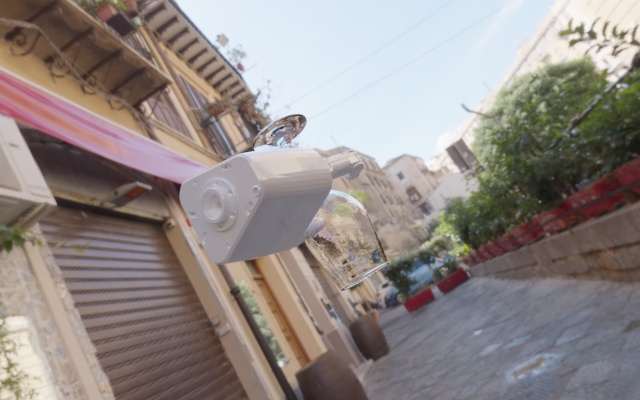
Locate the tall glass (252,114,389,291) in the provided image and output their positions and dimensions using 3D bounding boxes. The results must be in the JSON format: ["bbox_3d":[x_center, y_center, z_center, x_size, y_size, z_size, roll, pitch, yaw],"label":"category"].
[{"bbox_3d":[0.000,0.001,0.551,0.079,0.201,0.079,-29,-14,-8],"label":"tall glass"}]
